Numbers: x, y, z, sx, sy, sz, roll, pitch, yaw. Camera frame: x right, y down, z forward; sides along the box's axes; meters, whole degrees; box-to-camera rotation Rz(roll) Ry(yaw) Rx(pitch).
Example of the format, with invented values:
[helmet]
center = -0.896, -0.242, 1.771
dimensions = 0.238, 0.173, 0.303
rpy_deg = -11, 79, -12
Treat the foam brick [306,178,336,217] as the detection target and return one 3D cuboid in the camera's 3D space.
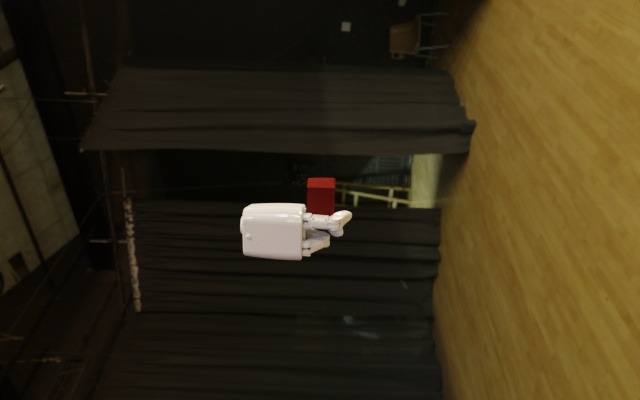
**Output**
[foam brick]
center = 0.000, 0.003, 0.865
dimensions = 0.051, 0.078, 0.053
rpy_deg = 3, 22, 2
